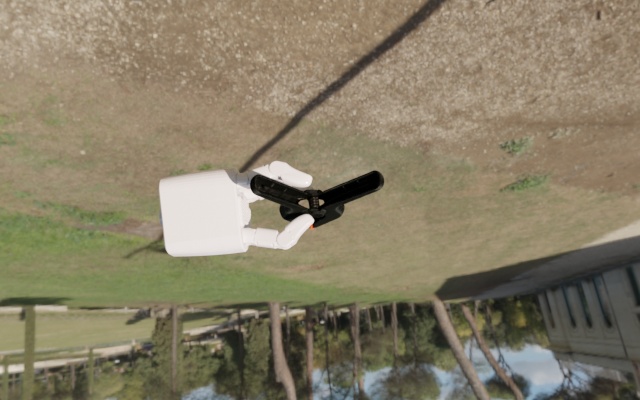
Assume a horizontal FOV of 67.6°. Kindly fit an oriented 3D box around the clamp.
[{"bbox_3d":[0.000,0.003,0.667,0.164,0.036,0.210,-3,-16,2],"label":"clamp"}]
